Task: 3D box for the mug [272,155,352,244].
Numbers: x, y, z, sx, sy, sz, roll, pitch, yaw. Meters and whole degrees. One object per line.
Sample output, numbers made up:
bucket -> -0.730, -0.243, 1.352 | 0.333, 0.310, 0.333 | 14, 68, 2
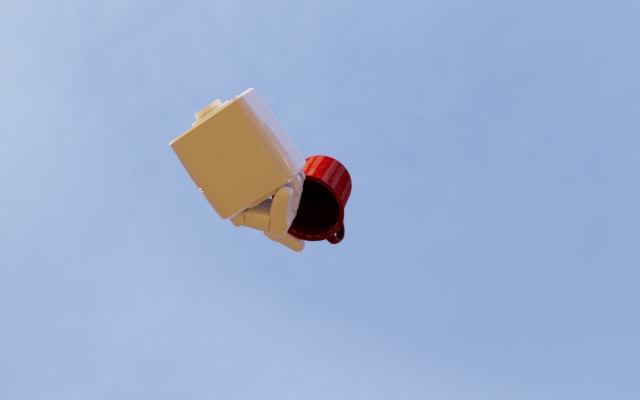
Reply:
mug -> 0.001, 0.003, 0.618 | 0.093, 0.117, 0.081 | -24, 19, 27
